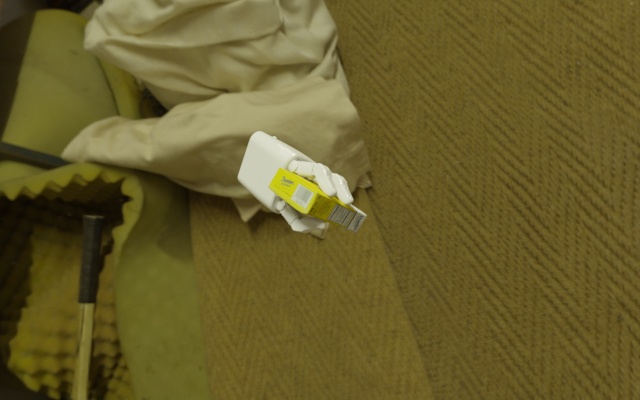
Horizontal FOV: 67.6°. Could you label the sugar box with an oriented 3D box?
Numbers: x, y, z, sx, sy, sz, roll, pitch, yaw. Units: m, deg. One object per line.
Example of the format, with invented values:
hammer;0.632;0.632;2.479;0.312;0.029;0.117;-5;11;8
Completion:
sugar box;0.000;0.002;0.818;0.093;0.048;0.176;35;9;33
